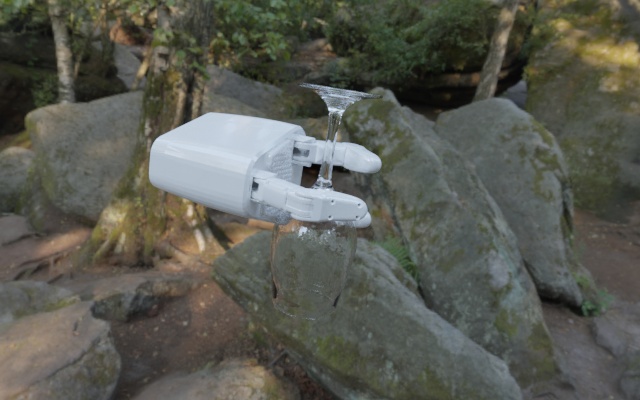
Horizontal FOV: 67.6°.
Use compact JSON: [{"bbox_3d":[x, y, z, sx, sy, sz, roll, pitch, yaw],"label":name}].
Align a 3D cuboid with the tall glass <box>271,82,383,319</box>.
[{"bbox_3d":[0.000,0.001,0.426,0.079,0.201,0.079,9,14,-2],"label":"tall glass"}]
